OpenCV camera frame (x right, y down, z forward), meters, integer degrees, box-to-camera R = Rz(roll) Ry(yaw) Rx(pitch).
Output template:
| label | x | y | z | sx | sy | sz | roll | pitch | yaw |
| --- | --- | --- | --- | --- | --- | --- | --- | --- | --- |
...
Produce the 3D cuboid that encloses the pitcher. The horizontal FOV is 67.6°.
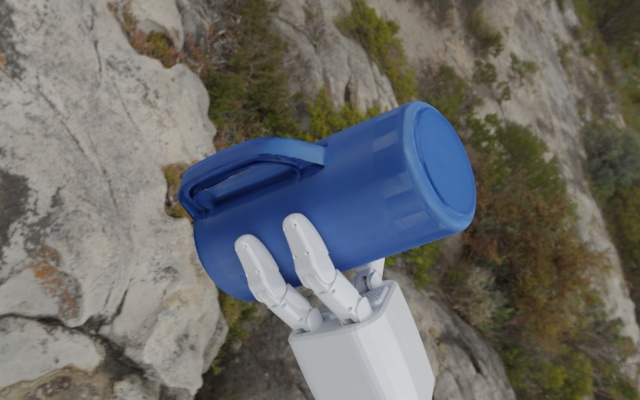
| label | x | y | z | sx | sy | sz | roll | pitch | yaw |
| --- | --- | --- | --- | --- | --- | --- | --- | --- | --- |
| pitcher | 0.000 | 0.002 | 0.429 | 0.243 | 0.145 | 0.149 | -22 | 1 | 36 |
